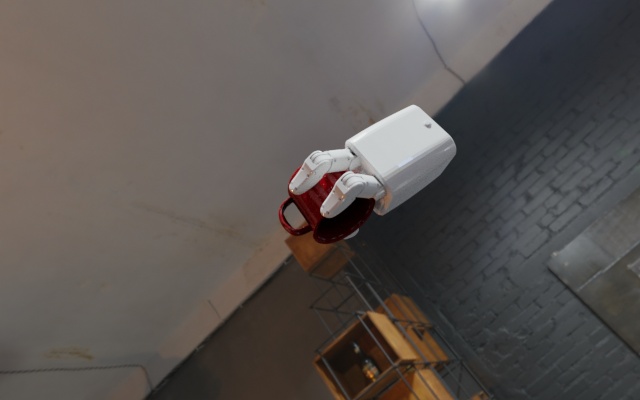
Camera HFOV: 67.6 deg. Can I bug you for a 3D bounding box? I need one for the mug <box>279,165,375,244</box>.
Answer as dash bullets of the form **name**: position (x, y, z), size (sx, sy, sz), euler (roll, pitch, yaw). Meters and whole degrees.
- **mug**: position (-0.001, 0.003, 0.618), size (0.117, 0.081, 0.093), euler (-31, -31, -10)
